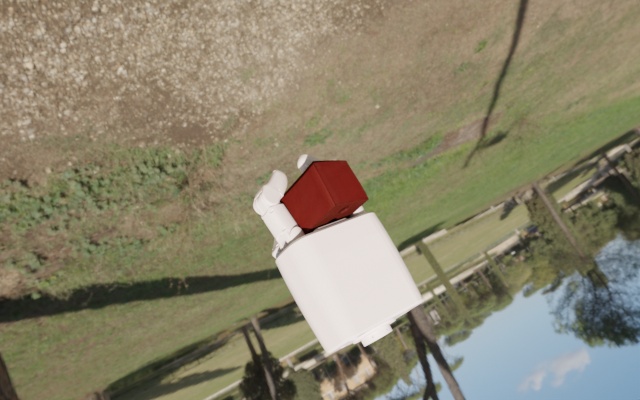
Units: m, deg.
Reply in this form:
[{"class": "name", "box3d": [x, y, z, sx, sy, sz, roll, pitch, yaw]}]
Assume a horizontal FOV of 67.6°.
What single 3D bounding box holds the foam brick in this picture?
[{"class": "foam brick", "box3d": [0.000, 0.001, 0.493, 0.053, 0.051, 0.078, -8, -28, -45]}]
